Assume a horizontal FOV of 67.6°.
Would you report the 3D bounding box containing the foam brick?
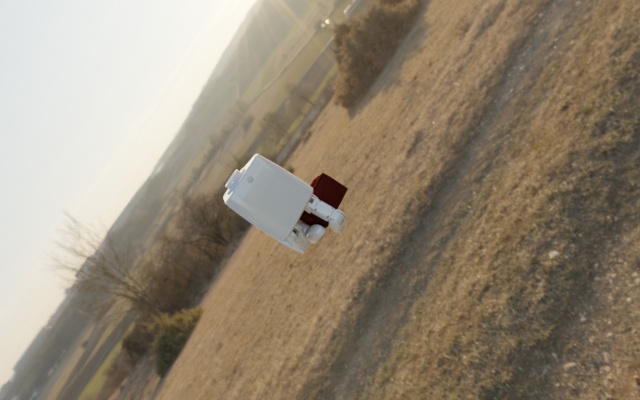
[{"bbox_3d":[0.000,0.002,0.789,0.051,0.078,0.053,32,-20,-10],"label":"foam brick"}]
